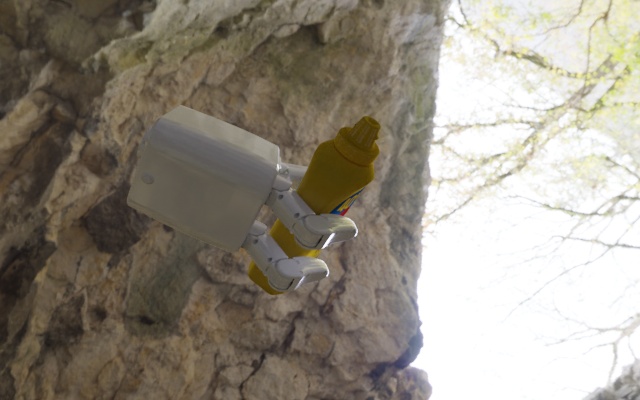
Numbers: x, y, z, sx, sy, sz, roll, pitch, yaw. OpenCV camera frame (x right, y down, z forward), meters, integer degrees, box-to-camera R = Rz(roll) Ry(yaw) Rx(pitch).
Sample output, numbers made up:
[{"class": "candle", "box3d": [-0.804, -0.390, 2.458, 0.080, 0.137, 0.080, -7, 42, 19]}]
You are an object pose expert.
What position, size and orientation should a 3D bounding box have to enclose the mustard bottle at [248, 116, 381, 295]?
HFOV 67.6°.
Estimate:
[{"class": "mustard bottle", "box3d": [0.000, 0.002, 0.456, 0.058, 0.192, 0.096, 38, 32, 10]}]
